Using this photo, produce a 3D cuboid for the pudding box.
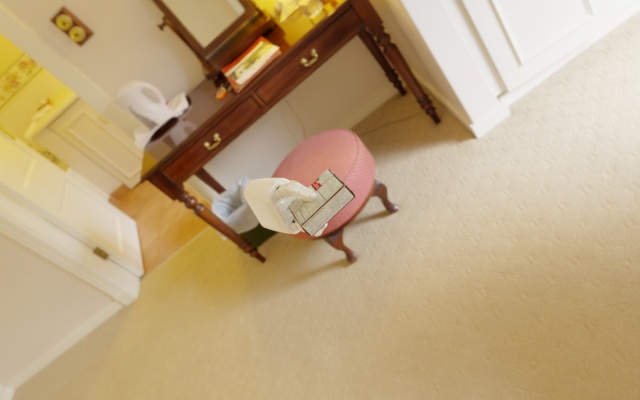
[{"bbox_3d":[0.000,0.003,0.887,0.039,0.113,0.090,44,4,-31],"label":"pudding box"}]
